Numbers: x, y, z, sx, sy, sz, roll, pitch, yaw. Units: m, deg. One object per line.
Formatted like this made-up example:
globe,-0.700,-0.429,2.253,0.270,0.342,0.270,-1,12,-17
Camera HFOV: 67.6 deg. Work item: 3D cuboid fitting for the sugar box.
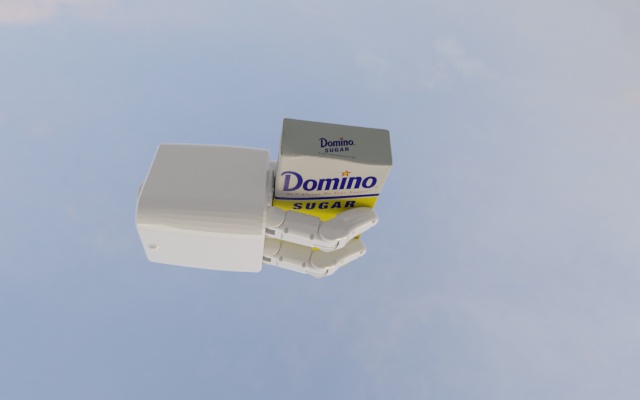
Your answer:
sugar box,0.000,0.002,0.455,0.093,0.048,0.176,5,-33,-7
